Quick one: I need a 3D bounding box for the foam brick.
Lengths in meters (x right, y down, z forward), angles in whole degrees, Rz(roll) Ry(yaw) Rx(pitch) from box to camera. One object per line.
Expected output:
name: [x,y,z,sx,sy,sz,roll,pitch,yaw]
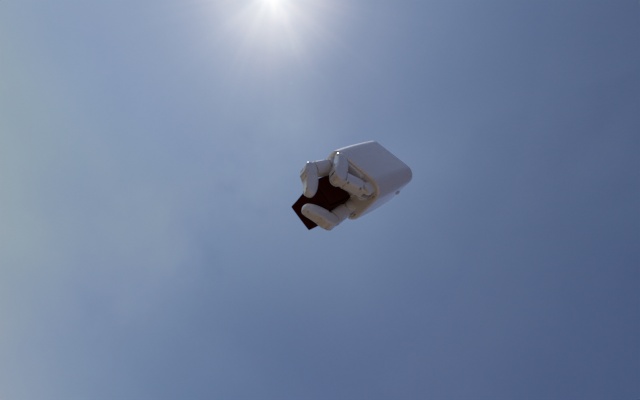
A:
foam brick: [0.000,0.003,0.787,0.051,0.053,0.078,-24,-17,-43]
